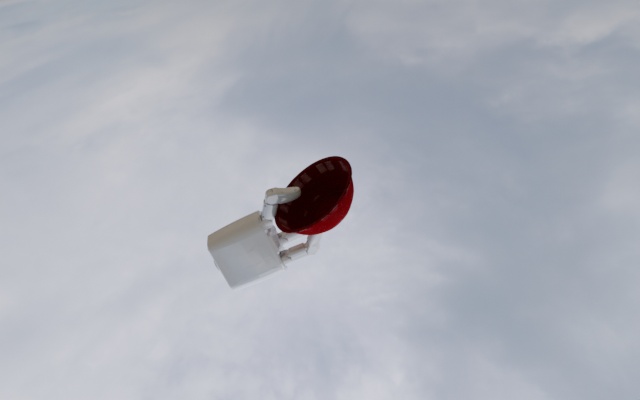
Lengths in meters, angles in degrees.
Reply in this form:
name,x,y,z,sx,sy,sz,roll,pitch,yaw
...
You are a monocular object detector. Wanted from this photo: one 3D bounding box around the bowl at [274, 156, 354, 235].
name,x,y,z,sx,sy,sz,roll,pitch,yaw
bowl,0.001,0.002,0.807,0.162,0.162,0.055,0,-37,49
